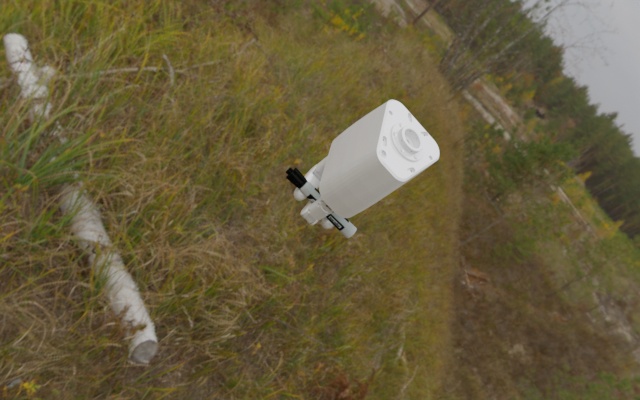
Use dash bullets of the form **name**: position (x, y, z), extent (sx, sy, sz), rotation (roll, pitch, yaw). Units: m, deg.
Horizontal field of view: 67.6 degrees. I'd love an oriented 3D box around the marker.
- **marker**: position (0.000, 0.002, 0.627), extent (0.121, 0.020, 0.020), rotation (45, -11, -11)
